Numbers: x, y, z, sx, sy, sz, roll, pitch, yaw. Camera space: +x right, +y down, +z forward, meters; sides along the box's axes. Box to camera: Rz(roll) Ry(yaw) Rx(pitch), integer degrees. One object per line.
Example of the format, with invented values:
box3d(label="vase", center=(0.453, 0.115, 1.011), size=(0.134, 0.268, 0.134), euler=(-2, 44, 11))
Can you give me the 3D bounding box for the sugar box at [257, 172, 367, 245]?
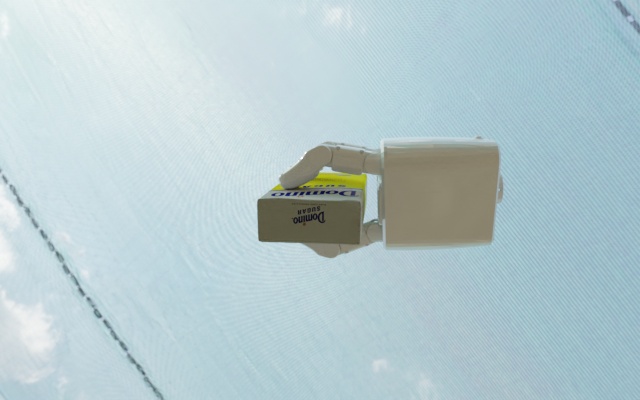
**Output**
box3d(label="sugar box", center=(0.000, 0.001, 0.495), size=(0.093, 0.048, 0.176), euler=(1, 9, 6))
